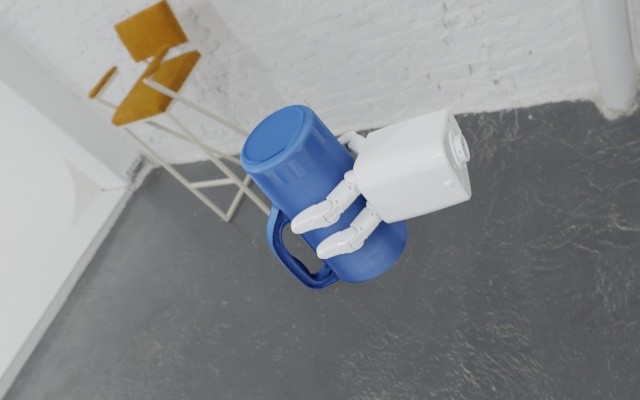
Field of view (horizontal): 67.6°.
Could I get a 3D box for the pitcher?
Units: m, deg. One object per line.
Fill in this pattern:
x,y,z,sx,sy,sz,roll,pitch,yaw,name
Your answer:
0.000,0.002,0.630,0.145,0.149,0.243,-17,-46,29,pitcher
